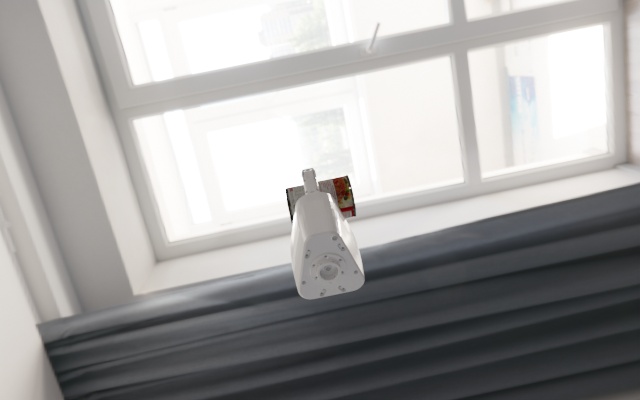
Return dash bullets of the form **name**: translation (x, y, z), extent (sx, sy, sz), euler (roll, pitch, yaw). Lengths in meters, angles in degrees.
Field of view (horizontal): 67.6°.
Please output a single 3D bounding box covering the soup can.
- **soup can**: translation (0.000, 0.002, 0.757), extent (0.102, 0.068, 0.068), euler (-12, 0, -1)
